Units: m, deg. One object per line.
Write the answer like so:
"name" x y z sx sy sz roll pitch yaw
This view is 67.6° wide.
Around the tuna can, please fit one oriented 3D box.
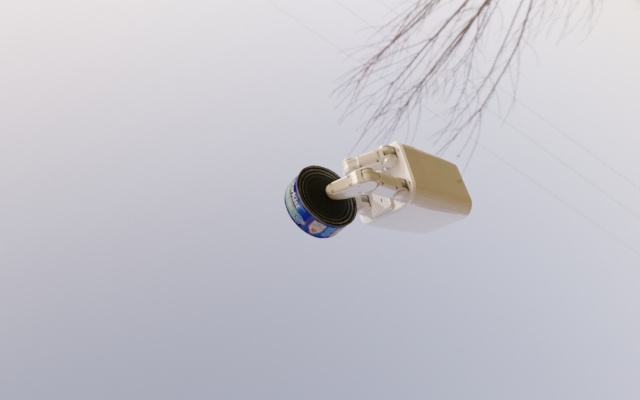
"tuna can" 0.000 0.002 0.574 0.086 0.086 0.034 0 -32 -40
